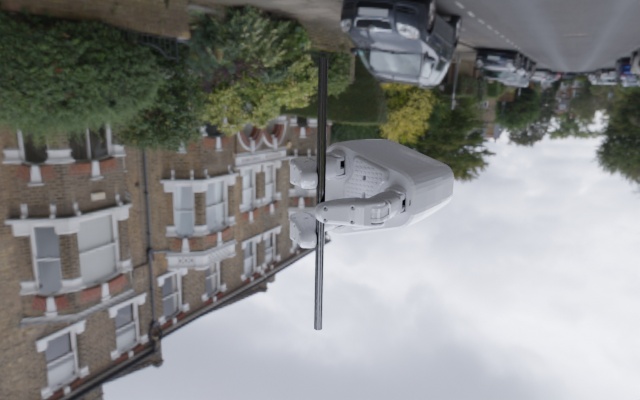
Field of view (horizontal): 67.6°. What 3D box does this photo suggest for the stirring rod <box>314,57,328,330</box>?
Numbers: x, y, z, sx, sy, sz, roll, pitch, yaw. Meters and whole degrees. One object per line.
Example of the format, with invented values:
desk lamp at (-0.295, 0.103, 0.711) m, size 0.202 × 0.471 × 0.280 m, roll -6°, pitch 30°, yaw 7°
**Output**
stirring rod at (0.000, 0.001, 0.414) m, size 0.011 × 0.239 × 0.011 m, roll 1°, pitch 13°, yaw 0°
